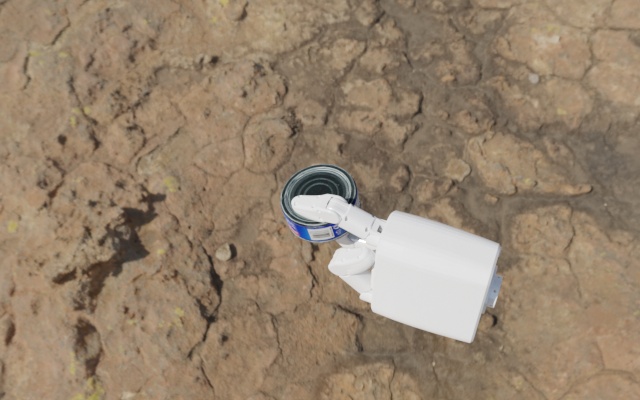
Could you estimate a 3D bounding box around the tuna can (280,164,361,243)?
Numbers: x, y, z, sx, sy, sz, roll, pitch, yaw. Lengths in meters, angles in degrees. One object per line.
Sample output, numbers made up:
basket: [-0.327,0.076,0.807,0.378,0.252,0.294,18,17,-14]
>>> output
tuna can: [0.000,0.001,0.523,0.086,0.086,0.034,0,-36,14]
